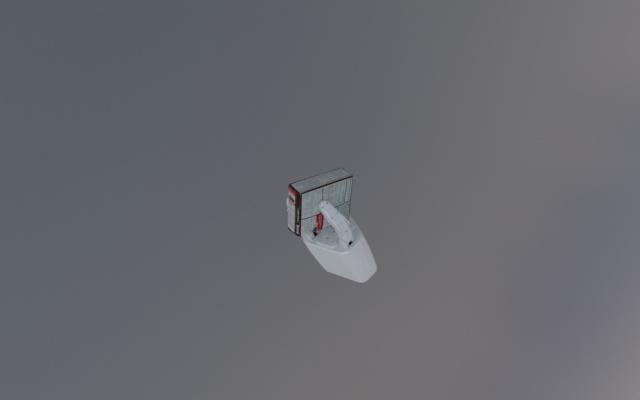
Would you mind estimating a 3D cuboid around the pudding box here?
[{"bbox_3d":[0.000,0.003,0.807,0.113,0.090,0.039,-20,38,-33],"label":"pudding box"}]
